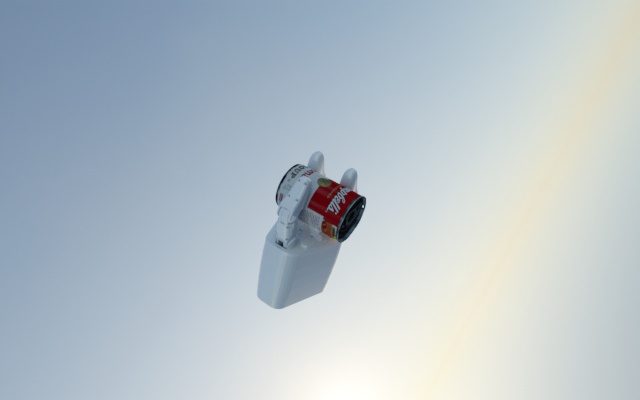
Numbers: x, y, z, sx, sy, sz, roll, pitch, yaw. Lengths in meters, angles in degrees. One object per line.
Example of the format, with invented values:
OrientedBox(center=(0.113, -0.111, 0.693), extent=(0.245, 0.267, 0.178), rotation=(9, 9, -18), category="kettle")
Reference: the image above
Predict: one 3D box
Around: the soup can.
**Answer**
OrientedBox(center=(0.000, 0.002, 0.631), extent=(0.102, 0.068, 0.068), rotation=(29, 11, 21), category="soup can")
